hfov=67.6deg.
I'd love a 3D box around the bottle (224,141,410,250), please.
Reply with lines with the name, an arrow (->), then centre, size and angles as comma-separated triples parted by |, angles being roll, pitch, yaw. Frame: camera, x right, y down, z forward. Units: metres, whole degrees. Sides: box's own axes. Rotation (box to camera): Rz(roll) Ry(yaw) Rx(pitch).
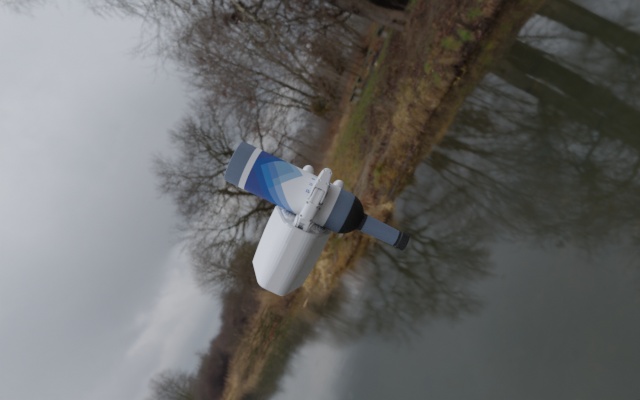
bottle -> 0.000, 0.002, 0.736 | 0.296, 0.069, 0.069 | 26, -1, -3
